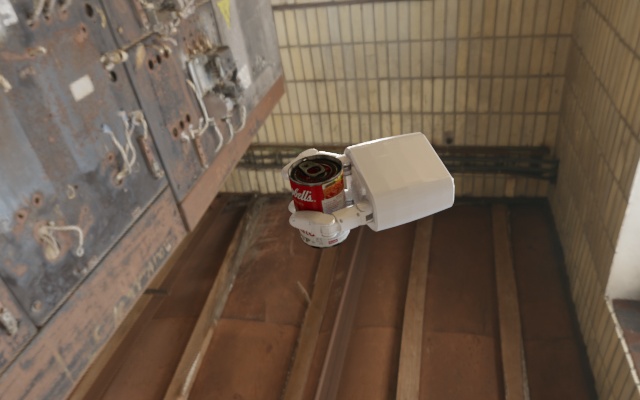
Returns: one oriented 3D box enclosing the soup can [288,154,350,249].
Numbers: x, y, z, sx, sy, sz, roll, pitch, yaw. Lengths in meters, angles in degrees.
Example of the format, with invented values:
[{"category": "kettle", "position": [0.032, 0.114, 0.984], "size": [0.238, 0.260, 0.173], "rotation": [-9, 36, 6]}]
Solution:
[{"category": "soup can", "position": [0.000, 0.002, 0.607], "size": [0.068, 0.102, 0.068], "rotation": [-6, 35, 4]}]
